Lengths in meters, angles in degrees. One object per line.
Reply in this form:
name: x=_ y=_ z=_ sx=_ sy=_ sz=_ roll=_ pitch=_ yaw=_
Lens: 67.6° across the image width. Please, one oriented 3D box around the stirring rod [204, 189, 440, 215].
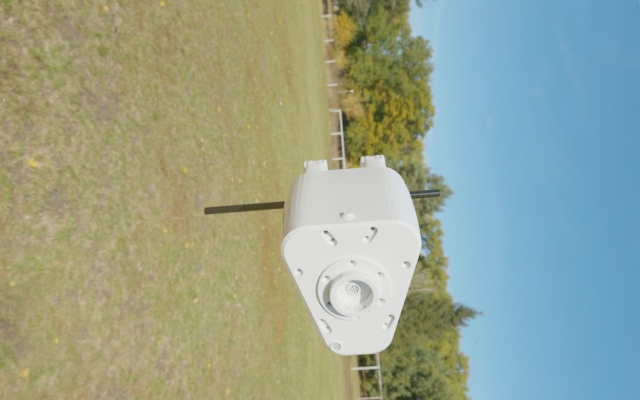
stirring rod: x=0.000 y=0.002 z=0.489 sx=0.239 sy=0.011 sz=0.011 roll=-4 pitch=0 yaw=3
